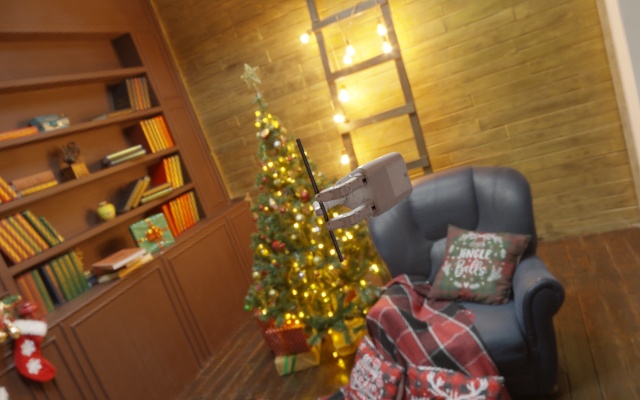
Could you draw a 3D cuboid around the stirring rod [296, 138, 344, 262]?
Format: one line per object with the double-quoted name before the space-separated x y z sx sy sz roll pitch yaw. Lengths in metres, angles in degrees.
"stirring rod" 0.000 0.003 0.863 0.011 0.239 0.011 -19 12 4
